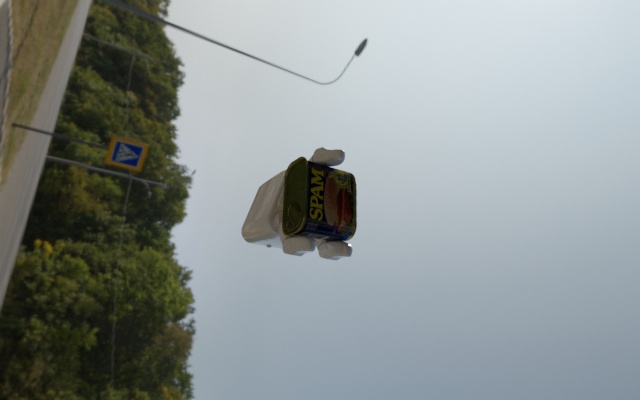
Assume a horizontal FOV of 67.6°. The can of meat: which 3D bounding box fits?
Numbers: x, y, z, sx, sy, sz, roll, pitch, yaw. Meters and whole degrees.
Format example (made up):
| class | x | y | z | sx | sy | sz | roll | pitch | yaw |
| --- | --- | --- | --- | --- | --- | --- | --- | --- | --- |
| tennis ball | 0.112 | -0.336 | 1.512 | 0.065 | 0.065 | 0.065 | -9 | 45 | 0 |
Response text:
| class | x | y | z | sx | sy | sz | roll | pitch | yaw |
| --- | --- | --- | --- | --- | --- | --- | --- | --- | --- |
| can of meat | 0.000 | 0.002 | 0.635 | 0.084 | 0.102 | 0.057 | 13 | -22 | -30 |
